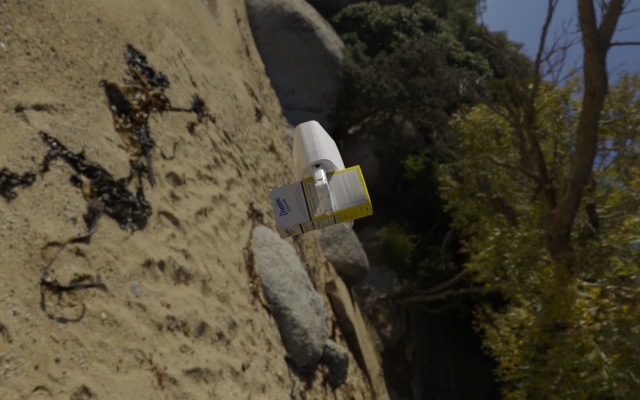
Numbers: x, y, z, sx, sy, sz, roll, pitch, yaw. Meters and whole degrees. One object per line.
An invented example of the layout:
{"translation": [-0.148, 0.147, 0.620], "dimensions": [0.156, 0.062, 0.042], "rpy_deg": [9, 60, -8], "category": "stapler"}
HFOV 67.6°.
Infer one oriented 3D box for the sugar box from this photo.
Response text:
{"translation": [0.000, 0.003, 0.887], "dimensions": [0.176, 0.093, 0.048], "rpy_deg": [-16, -33, 3], "category": "sugar box"}
